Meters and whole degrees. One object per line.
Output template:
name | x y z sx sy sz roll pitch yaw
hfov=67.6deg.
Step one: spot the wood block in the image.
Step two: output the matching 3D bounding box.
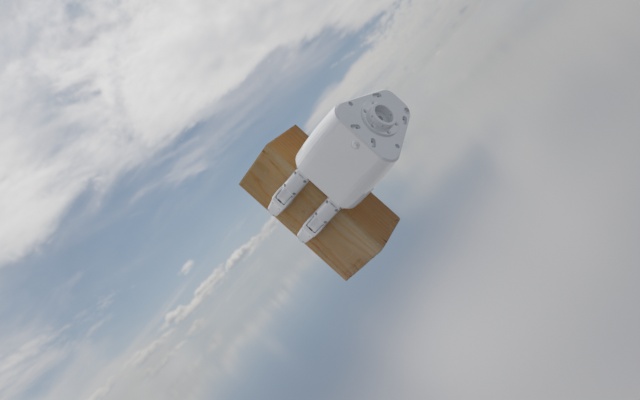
wood block | 0.000 0.002 0.686 0.090 0.206 0.090 -48 -1 38
